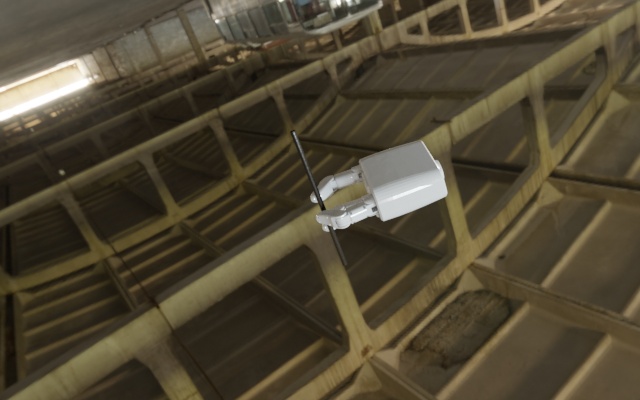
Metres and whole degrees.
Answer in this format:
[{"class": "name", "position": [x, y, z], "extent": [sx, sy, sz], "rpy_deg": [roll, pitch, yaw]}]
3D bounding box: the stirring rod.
[{"class": "stirring rod", "position": [0.000, 0.002, 0.738], "extent": [0.011, 0.240, 0.011], "rpy_deg": [-18, 24, 8]}]
